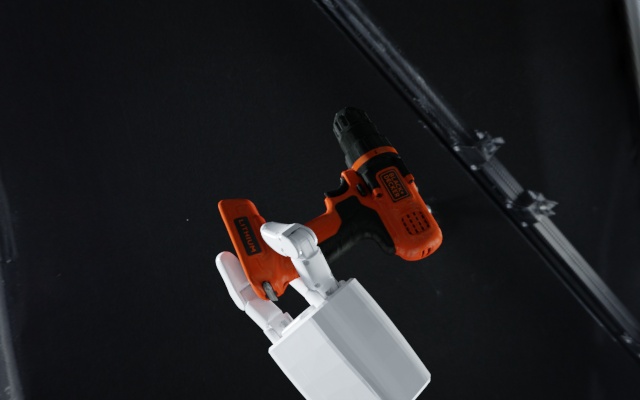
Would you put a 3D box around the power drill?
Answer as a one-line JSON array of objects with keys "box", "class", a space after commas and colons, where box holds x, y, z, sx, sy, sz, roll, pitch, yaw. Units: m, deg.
[{"box": [0.000, 0.002, 0.474, 0.187, 0.184, 0.057, -24, -29, -6], "class": "power drill"}]
